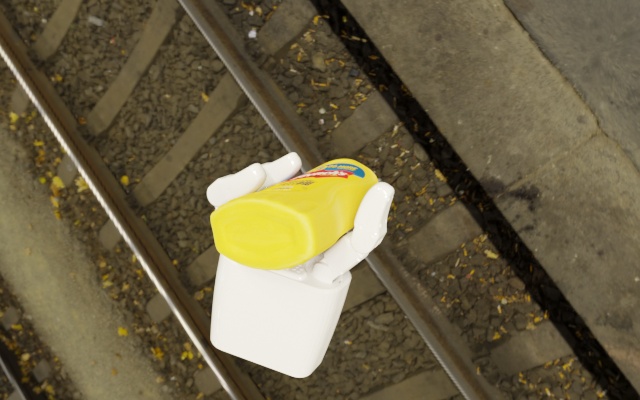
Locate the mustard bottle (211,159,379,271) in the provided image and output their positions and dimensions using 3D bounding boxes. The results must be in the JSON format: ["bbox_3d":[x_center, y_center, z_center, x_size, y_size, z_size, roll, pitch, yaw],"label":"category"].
[{"bbox_3d":[0.000,0.001,0.426,0.096,0.058,0.191,-3,14,31],"label":"mustard bottle"}]
